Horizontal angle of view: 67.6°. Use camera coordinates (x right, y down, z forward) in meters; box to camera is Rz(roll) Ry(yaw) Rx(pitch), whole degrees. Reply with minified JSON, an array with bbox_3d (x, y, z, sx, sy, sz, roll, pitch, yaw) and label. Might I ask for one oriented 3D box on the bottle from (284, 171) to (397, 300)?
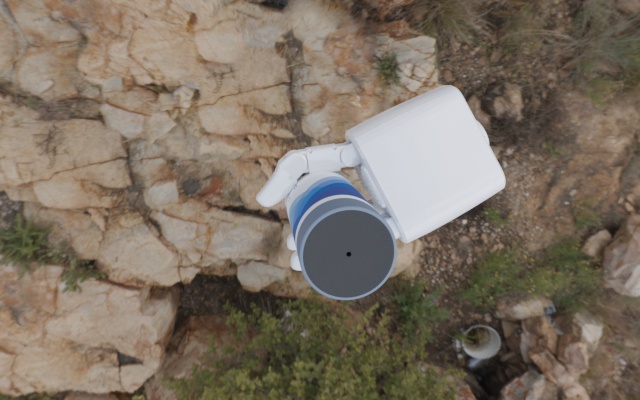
[{"bbox_3d":[0.000,0.002,0.458,0.069,0.069,0.295,0,14,-8],"label":"bottle"}]
